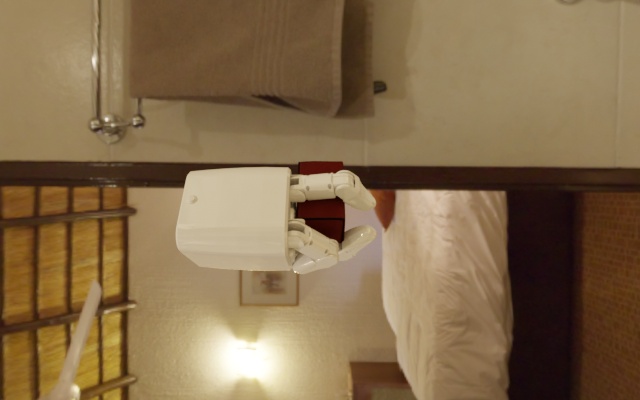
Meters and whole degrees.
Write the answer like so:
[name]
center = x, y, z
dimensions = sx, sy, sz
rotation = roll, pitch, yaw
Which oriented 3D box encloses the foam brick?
[foam brick]
center = 0.000, 0.002, 0.523
dimensions = 0.051, 0.078, 0.053
rotation = 0, -35, 0
